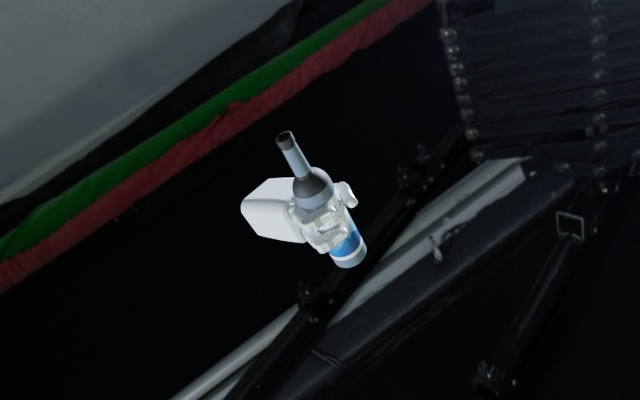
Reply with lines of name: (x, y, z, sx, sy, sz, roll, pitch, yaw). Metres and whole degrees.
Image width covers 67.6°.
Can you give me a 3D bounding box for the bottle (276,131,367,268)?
bottle: (0.000, 0.003, 0.816, 0.069, 0.069, 0.296, 0, -42, 31)
